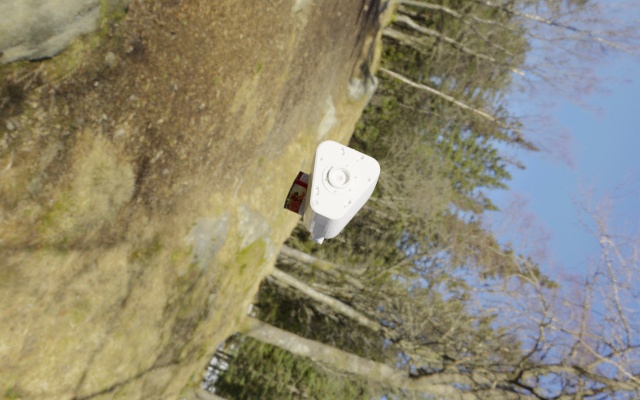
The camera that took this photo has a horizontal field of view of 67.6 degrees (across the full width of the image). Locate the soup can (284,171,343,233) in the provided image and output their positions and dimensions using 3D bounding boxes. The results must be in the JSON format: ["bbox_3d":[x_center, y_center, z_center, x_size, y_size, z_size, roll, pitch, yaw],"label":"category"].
[{"bbox_3d":[0.000,0.003,0.778,0.102,0.068,0.068,24,1,3],"label":"soup can"}]
